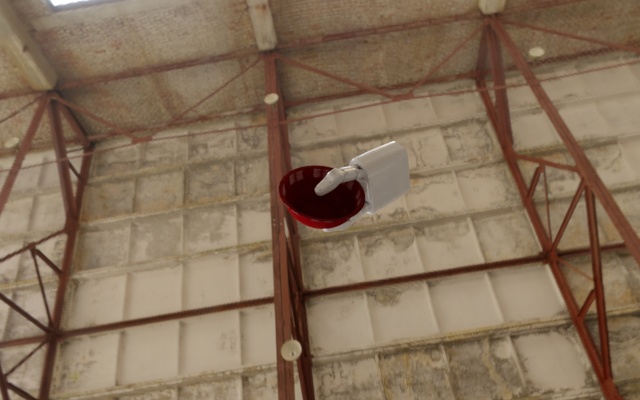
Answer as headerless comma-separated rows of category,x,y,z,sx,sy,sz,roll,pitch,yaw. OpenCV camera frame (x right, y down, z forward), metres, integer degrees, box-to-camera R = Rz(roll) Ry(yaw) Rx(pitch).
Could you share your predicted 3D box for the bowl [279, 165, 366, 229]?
bowl,-0.001,0.003,0.894,0.162,0.055,0.162,6,40,-5
